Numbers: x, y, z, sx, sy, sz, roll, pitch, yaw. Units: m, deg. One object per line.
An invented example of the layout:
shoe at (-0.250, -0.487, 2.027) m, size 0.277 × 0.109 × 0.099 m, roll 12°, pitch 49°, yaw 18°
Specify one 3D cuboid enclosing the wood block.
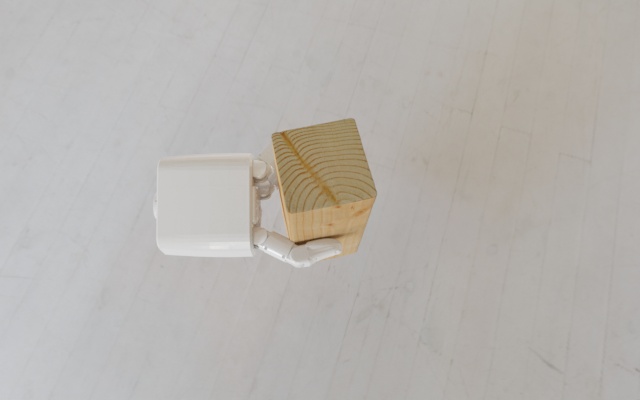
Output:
wood block at (0.000, 0.002, 0.561) m, size 0.090 × 0.090 × 0.206 m, roll -11°, pitch -20°, yaw -6°
